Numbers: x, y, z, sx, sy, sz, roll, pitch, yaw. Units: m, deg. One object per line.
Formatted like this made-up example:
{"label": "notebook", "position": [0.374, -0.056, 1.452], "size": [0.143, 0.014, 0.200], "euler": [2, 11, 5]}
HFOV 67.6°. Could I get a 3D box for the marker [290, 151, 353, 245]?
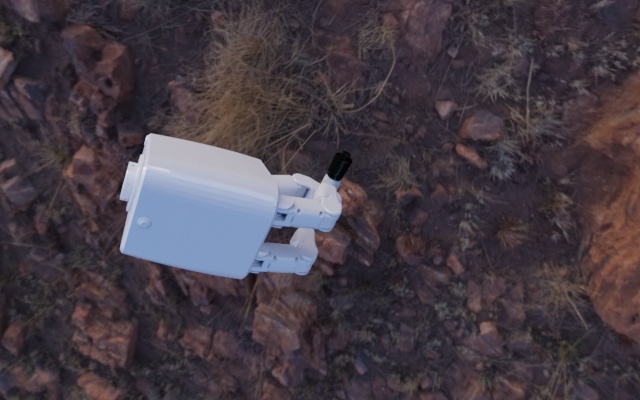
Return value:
{"label": "marker", "position": [0.000, 0.002, 0.485], "size": [0.020, 0.121, 0.020], "euler": [21, 29, -12]}
